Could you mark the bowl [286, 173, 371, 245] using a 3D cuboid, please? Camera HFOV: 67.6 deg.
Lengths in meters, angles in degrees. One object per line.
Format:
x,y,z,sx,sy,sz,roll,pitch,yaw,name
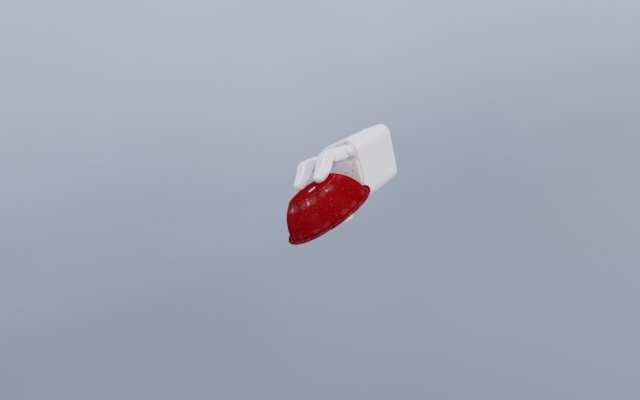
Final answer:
-0.001,0.003,0.783,0.162,0.055,0.162,-33,14,9,bowl
